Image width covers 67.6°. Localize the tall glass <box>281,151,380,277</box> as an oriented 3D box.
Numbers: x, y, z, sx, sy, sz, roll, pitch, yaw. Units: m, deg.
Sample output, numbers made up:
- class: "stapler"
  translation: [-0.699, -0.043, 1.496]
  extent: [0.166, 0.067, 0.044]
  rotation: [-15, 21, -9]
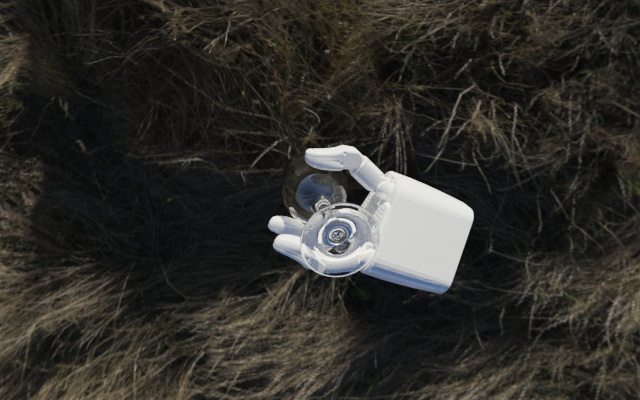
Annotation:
- class: "tall glass"
  translation: [0.000, 0.002, 0.520]
  extent: [0.079, 0.079, 0.201]
  rotation: [0, 21, -12]
